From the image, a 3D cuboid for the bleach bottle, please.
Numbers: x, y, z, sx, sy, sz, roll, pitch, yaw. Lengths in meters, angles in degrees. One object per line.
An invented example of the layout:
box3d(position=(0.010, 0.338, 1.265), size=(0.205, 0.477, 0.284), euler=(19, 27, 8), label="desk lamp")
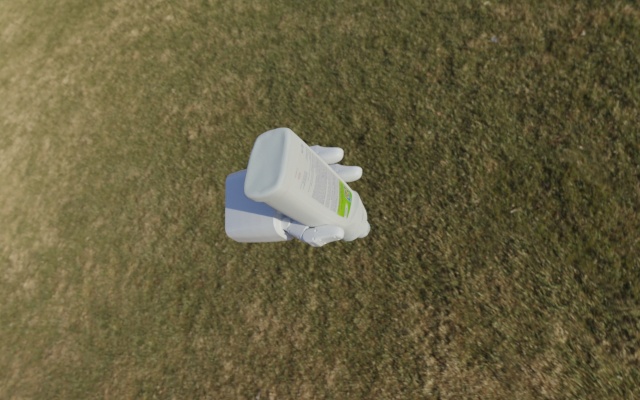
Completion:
box3d(position=(0.000, 0.002, 0.680), size=(0.068, 0.102, 0.251), euler=(-9, -30, 32), label="bleach bottle")
